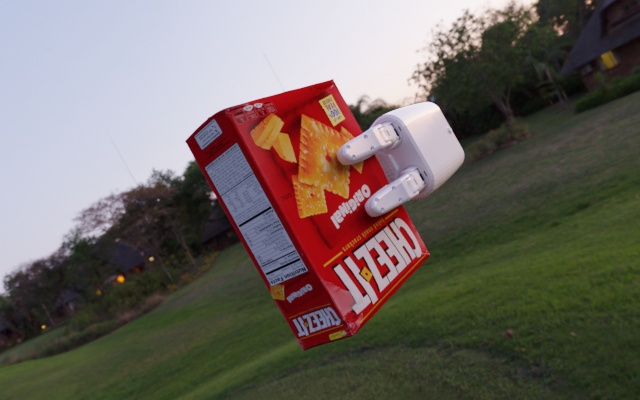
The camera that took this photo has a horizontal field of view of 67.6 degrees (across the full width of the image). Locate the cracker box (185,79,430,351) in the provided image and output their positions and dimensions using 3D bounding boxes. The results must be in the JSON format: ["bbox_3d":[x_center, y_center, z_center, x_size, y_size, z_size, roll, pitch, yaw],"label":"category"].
[{"bbox_3d":[0.000,0.001,0.454,0.072,0.213,0.164,-29,0,41],"label":"cracker box"}]
